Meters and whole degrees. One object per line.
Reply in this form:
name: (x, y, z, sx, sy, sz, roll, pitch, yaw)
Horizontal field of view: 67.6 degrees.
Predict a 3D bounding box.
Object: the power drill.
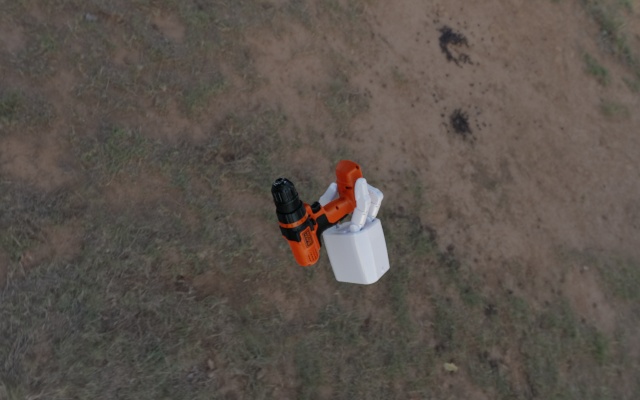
power drill: (0.001, 0.003, 0.876, 0.187, 0.185, 0.057, -37, 39, -28)
